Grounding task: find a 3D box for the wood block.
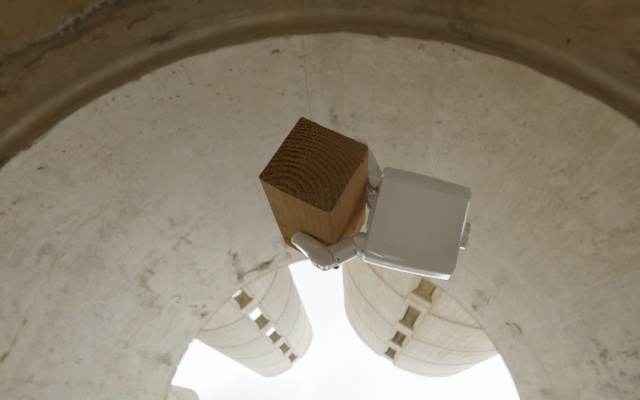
[{"bbox_3d":[0.000,0.002,0.598,0.090,0.090,0.206,26,-20,15],"label":"wood block"}]
